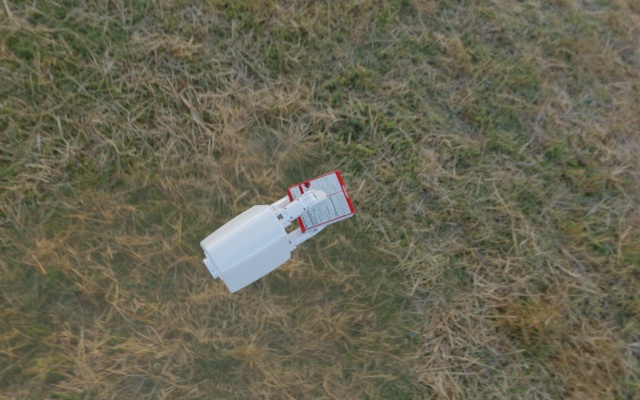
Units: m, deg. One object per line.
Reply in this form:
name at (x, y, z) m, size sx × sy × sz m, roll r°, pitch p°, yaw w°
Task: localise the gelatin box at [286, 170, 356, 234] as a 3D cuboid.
gelatin box at (0.000, 0.002, 0.745) m, size 0.089 × 0.073 × 0.030 m, roll -20°, pitch -11°, yaw -9°
